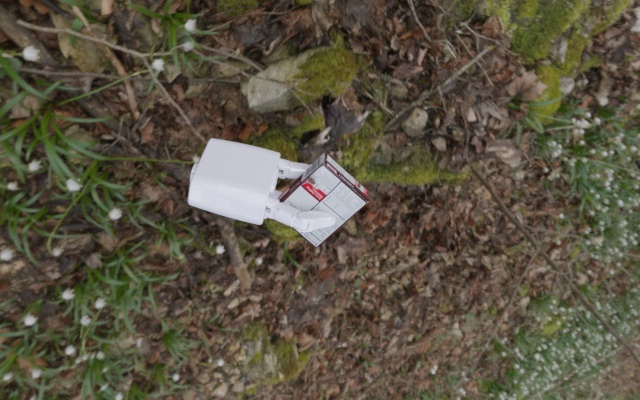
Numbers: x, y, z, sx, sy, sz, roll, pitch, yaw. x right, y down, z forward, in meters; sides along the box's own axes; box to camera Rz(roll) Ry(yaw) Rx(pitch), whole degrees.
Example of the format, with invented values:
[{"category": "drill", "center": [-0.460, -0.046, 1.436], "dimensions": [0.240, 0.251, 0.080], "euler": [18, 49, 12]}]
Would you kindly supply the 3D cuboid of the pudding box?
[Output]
[{"category": "pudding box", "center": [0.000, 0.002, 0.686], "dimensions": [0.113, 0.090, 0.039], "euler": [-42, 18, 25]}]
